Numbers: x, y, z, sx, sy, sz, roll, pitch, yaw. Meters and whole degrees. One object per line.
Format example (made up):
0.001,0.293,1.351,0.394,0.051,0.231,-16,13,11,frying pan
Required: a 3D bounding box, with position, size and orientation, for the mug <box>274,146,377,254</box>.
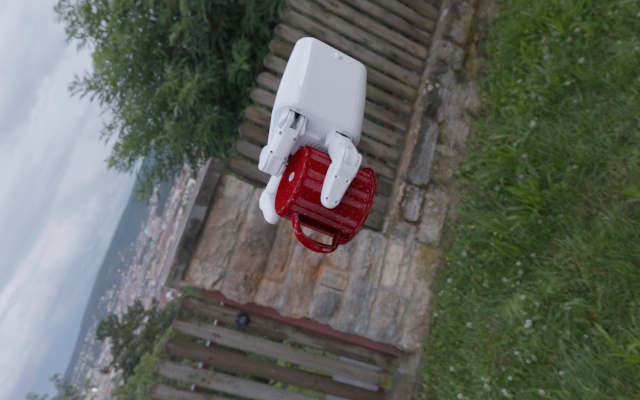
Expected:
0.000,0.003,0.511,0.081,0.117,0.093,23,-34,-18,mug
